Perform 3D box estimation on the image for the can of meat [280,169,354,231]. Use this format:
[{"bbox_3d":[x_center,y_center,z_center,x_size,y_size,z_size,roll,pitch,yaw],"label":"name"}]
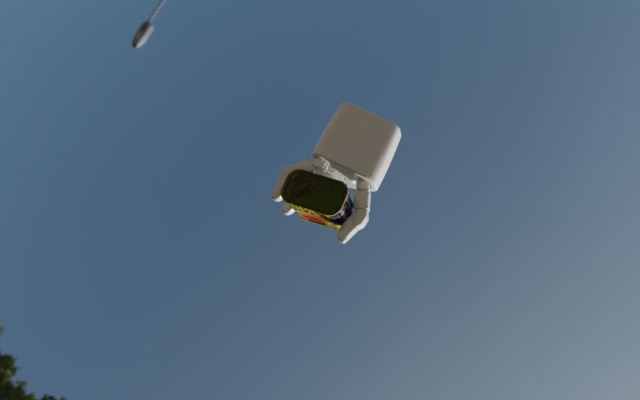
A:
[{"bbox_3d":[0.000,0.003,0.741,0.102,0.057,0.084,17,-17,21],"label":"can of meat"}]
